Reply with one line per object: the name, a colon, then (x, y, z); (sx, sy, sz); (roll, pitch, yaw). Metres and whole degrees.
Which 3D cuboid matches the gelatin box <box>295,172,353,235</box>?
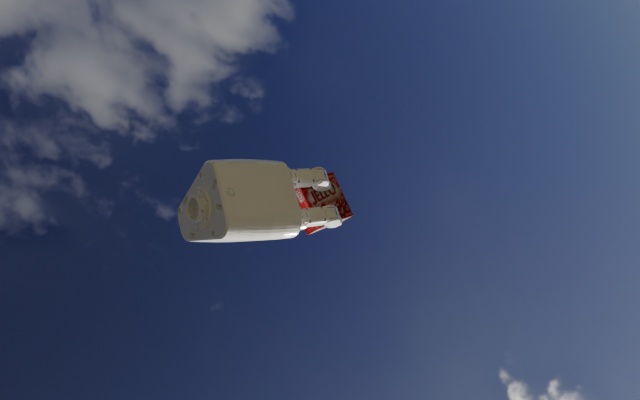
gelatin box: (0.000, 0.002, 0.684); (0.030, 0.073, 0.089); (-30, -8, 37)
